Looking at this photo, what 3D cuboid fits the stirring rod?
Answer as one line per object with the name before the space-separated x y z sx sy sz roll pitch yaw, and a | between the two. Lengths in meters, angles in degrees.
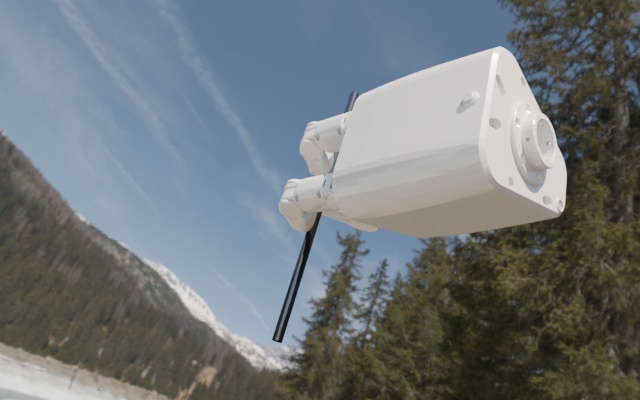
stirring rod | 0.000 0.001 0.407 0.011 0.239 0.011 14 -26 7
